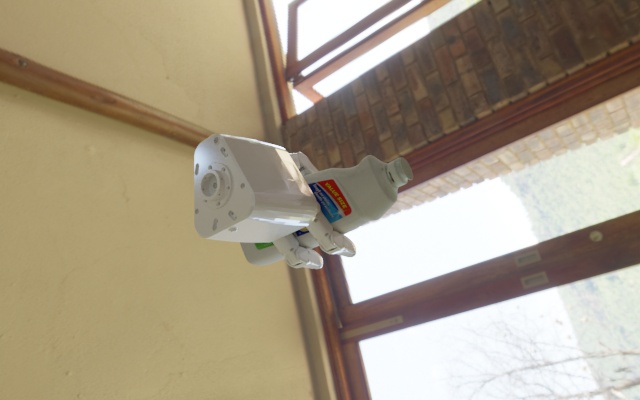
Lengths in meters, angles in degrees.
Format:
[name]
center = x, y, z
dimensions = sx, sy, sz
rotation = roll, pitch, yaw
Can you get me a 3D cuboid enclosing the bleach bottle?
[bleach bottle]
center = 0.000, 0.002, 0.618
dimensions = 0.251, 0.102, 0.068
rotation = -26, -17, 30
